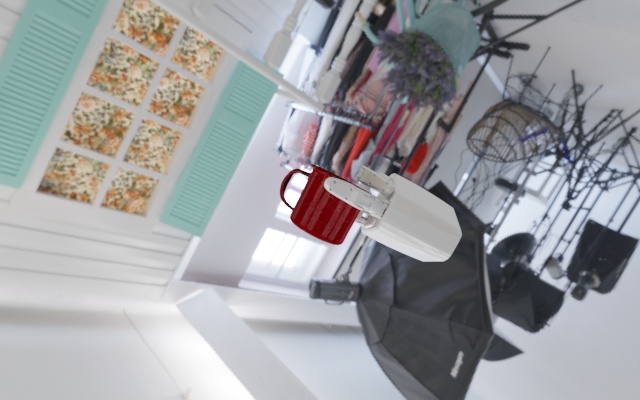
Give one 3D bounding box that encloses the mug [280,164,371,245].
[{"bbox_3d":[-0.001,0.002,0.643,0.117,0.081,0.093,27,6,-5],"label":"mug"}]
